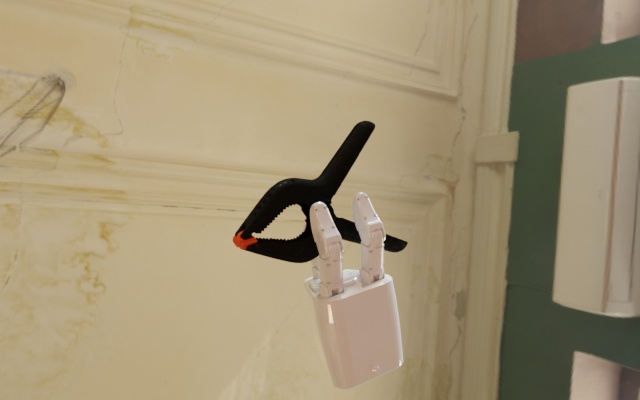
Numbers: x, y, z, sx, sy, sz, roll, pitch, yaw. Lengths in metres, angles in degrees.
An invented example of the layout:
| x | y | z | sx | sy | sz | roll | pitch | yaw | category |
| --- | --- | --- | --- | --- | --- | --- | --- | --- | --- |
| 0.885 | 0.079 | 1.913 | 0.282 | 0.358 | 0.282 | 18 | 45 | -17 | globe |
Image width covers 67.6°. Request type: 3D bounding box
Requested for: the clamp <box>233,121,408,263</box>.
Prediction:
| x | y | z | sx | sy | sz | roll | pitch | yaw | category |
| --- | --- | --- | --- | --- | --- | --- | --- | --- | --- |
| -0.001 | 0.002 | 0.542 | 0.210 | 0.164 | 0.036 | -13 | 5 | -26 | clamp |
